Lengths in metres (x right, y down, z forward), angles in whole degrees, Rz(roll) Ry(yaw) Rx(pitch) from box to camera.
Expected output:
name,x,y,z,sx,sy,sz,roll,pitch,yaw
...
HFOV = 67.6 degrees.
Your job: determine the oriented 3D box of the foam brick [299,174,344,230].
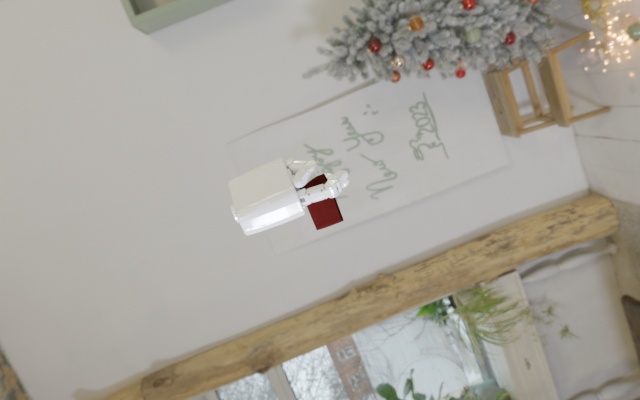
name,x,y,z,sx,sy,sz,roll,pitch,yaw
foam brick,0.000,0.003,0.840,0.051,0.078,0.053,-23,30,-2
